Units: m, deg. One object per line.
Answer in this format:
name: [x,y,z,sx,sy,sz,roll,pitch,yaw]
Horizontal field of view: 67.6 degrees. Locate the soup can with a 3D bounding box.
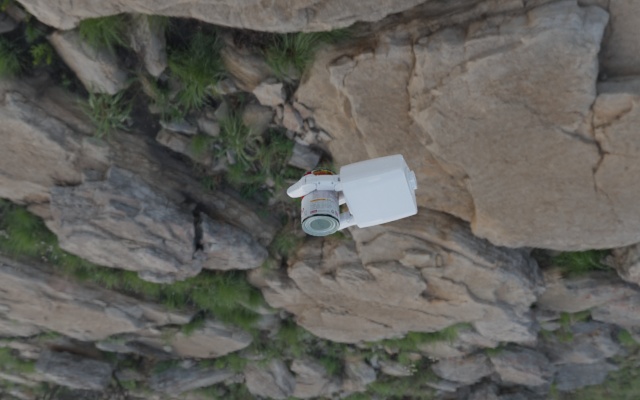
soup can: [0.000,0.003,0.841,0.068,0.102,0.069,-1,-35,0]
